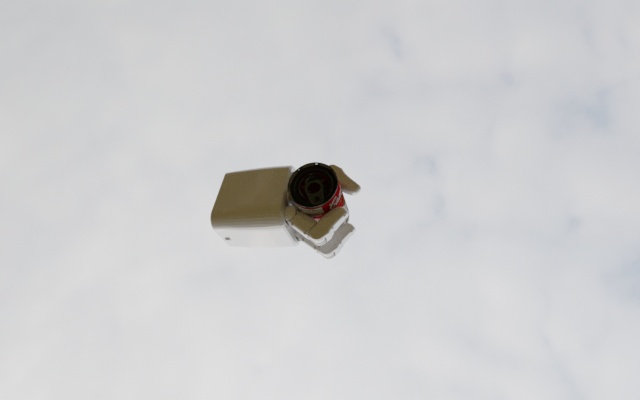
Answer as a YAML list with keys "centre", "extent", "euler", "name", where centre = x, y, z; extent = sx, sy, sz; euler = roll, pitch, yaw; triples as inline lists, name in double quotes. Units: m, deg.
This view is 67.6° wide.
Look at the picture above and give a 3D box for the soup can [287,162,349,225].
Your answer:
- centre: [0.001, 0.002, 0.665]
  extent: [0.068, 0.068, 0.102]
  euler: [0, -27, 14]
  name: "soup can"
